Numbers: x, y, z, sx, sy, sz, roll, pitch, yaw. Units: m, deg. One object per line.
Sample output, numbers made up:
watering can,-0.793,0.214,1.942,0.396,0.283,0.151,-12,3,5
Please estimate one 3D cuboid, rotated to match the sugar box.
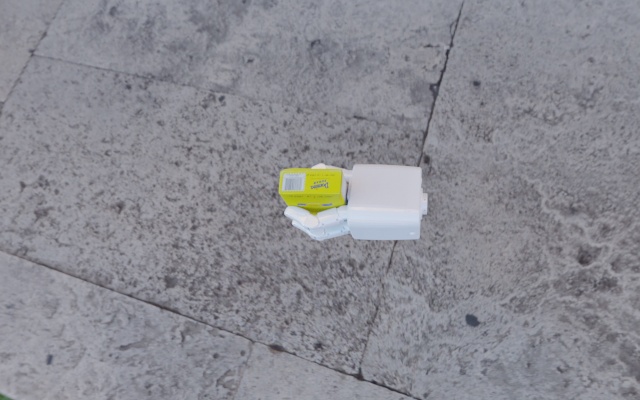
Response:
sugar box,0.000,0.003,0.763,0.093,0.048,0.176,1,-22,12
